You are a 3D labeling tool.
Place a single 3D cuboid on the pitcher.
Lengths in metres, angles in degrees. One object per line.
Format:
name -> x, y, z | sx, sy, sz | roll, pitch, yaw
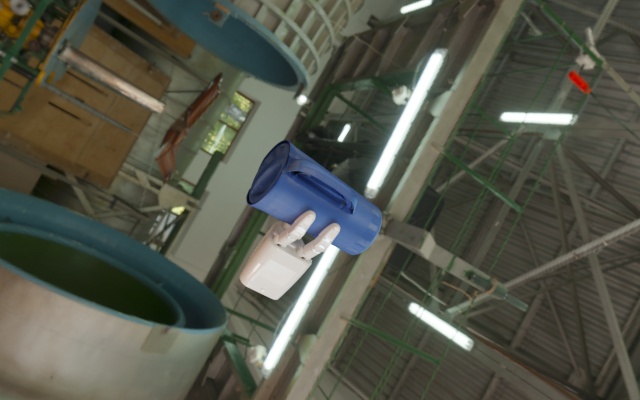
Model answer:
pitcher -> 0.000, 0.003, 0.880 | 0.243, 0.145, 0.149 | 31, 19, -24
